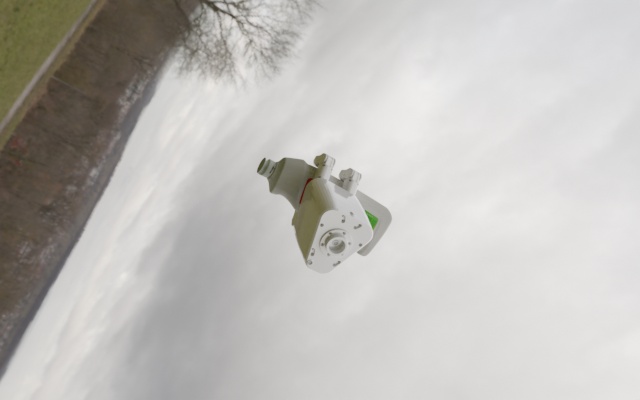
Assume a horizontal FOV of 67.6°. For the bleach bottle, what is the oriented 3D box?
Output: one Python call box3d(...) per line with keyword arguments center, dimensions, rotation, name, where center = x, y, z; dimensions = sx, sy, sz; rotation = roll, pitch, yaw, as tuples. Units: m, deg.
box3d(center=(0.000, 0.003, 0.835), dimensions=(0.251, 0.102, 0.068), rotation=(28, 17, -22), name="bleach bottle")
